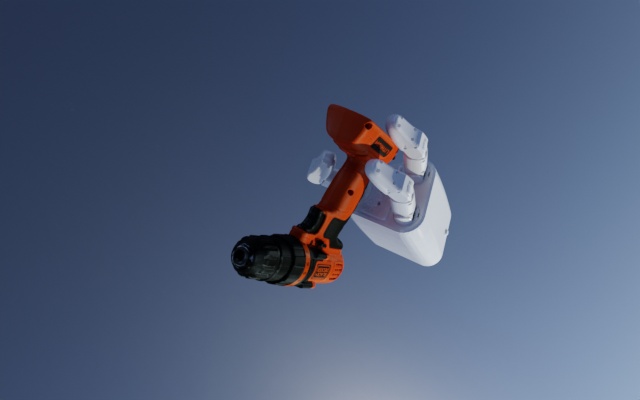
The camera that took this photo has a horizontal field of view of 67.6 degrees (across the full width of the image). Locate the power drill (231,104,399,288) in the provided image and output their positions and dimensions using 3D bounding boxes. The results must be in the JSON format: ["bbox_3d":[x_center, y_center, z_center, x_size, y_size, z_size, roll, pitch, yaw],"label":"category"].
[{"bbox_3d":[0.000,0.001,0.489,0.057,0.187,0.184,30,5,26],"label":"power drill"}]
